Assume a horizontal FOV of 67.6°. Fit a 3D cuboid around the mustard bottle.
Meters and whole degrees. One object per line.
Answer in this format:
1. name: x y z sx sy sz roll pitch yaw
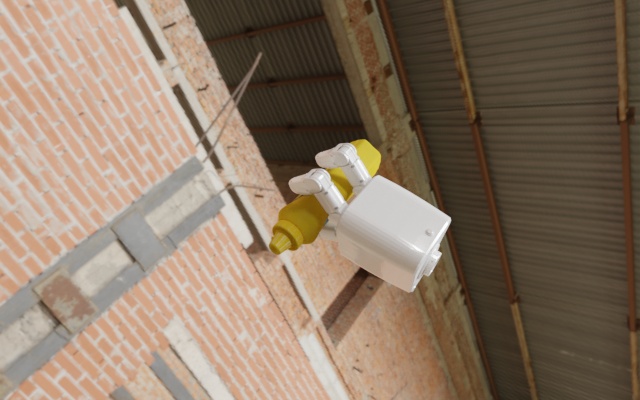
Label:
1. mustard bottle: 0.000 0.002 0.622 0.191 0.058 0.096 -47 2 -34
